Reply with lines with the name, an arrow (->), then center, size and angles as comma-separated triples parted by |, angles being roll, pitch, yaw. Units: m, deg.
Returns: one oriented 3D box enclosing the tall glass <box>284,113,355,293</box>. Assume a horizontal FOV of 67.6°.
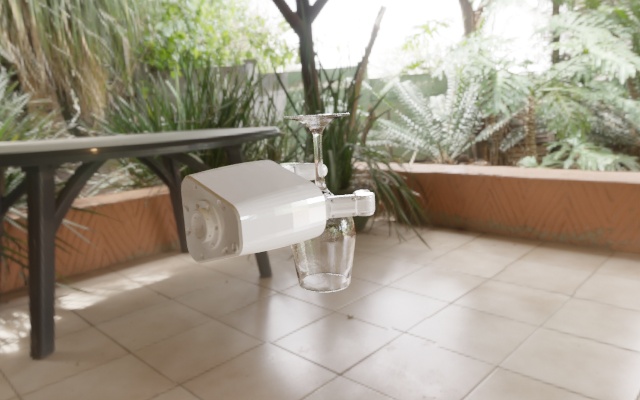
tall glass -> 0.000, 0.001, 0.555 | 0.079, 0.201, 0.079 | -3, 11, 1
